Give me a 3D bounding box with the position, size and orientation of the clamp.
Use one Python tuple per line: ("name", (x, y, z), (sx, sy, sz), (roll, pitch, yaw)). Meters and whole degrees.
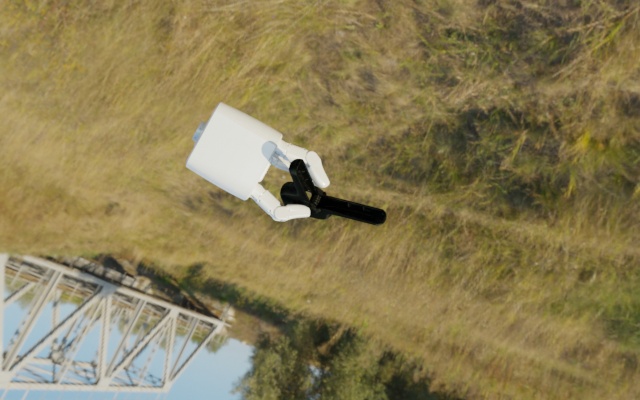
("clamp", (-0.001, 0.003, 0.755), (0.164, 0.036, 0.210), (30, -17, -12))
